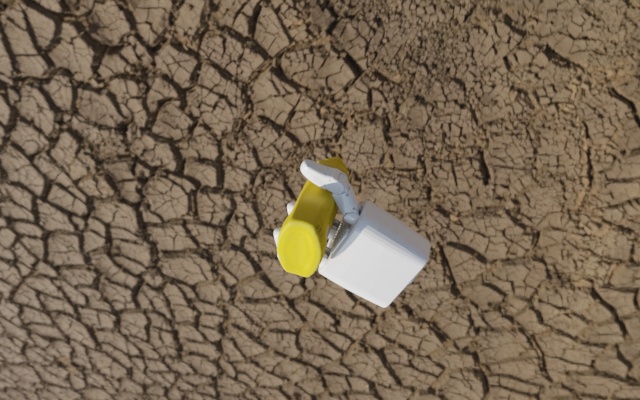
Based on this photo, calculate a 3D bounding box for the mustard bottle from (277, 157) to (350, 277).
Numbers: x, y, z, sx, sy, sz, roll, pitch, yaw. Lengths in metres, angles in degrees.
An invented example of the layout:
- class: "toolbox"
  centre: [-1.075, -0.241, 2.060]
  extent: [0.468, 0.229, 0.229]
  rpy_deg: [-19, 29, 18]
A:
- class: "mustard bottle"
  centre: [0.000, 0.002, 0.635]
  extent: [0.058, 0.096, 0.191]
  rpy_deg: [14, 42, 9]
